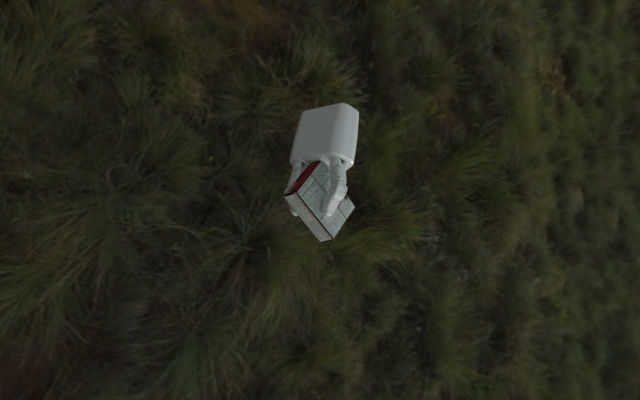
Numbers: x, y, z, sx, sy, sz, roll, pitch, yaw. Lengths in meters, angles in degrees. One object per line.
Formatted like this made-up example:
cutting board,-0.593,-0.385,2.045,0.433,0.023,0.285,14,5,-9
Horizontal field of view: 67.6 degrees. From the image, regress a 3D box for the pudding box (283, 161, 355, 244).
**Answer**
pudding box,0.000,0.003,0.817,0.039,0.113,0.090,-18,27,47
